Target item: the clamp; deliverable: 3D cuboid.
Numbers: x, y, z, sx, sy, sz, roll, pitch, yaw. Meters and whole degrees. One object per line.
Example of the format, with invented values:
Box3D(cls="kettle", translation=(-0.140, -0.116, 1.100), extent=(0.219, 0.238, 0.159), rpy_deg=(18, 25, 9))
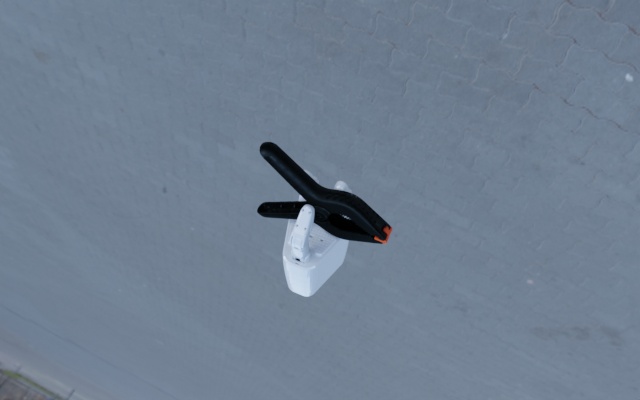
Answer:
Box3D(cls="clamp", translation=(0.000, 0.003, 0.667), extent=(0.210, 0.036, 0.165), rpy_deg=(20, -33, 13))
